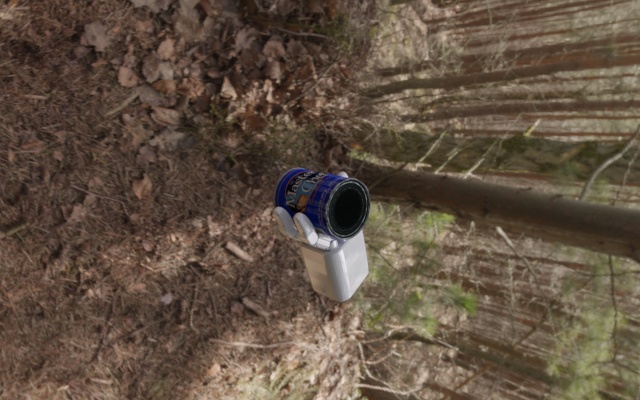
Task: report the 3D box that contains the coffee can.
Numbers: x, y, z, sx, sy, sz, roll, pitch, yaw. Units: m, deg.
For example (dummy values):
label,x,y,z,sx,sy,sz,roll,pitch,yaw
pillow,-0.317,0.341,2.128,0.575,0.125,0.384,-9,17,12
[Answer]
label,x,y,z,sx,sy,sz,roll,pitch,yaw
coffee can,0.000,0.002,0.821,0.103,0.103,0.140,0,10,-42
